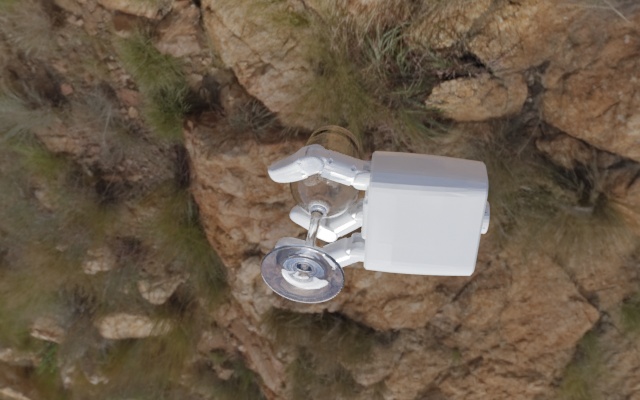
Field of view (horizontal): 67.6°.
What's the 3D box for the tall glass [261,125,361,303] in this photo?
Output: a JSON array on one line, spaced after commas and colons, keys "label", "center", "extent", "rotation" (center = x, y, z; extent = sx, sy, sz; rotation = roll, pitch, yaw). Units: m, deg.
[{"label": "tall glass", "center": [0.000, 0.002, 0.487], "extent": [0.079, 0.079, 0.201], "rotation": [0, 40, 11]}]
